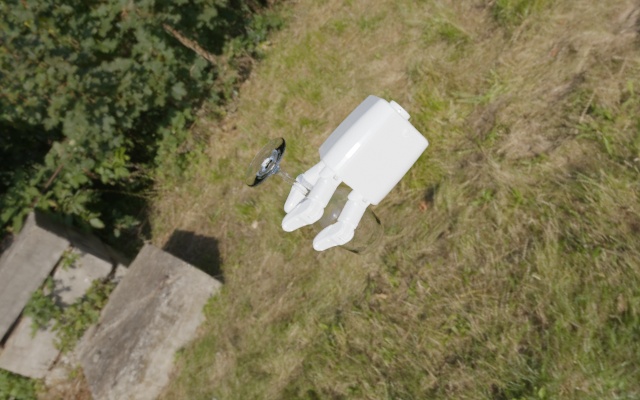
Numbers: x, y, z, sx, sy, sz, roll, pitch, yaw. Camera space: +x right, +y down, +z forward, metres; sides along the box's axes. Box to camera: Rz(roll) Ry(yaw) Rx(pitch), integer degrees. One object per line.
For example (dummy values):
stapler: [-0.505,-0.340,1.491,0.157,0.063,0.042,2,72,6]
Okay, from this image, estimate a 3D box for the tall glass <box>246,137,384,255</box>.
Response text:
tall glass: [0.000,0.002,0.647,0.201,0.079,0.079,37,-21,-30]
